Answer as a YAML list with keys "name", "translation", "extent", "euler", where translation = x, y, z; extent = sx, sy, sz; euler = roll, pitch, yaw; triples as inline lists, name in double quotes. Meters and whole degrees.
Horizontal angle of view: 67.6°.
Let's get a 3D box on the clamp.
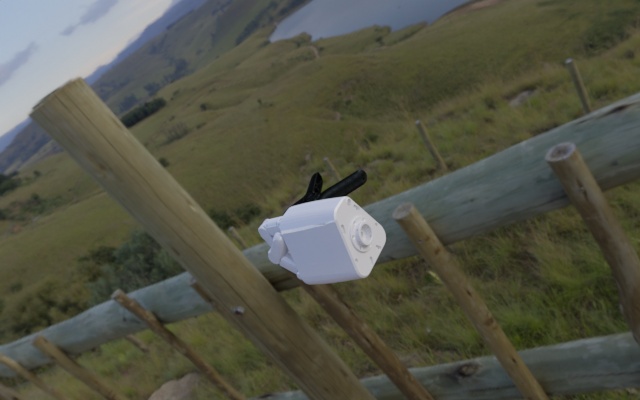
- name: "clamp"
  translation: [0.000, 0.002, 0.773]
  extent: [0.120, 0.039, 0.171]
  euler: [-13, 32, 42]
